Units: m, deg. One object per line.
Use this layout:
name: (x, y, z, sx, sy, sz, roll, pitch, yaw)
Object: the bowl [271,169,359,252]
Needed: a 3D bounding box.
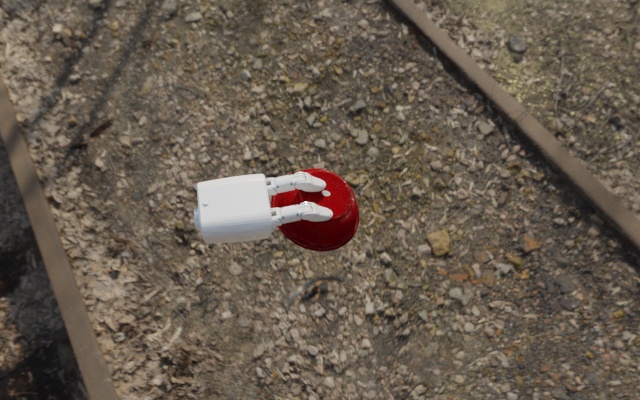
bowl: (0.001, 0.002, 0.811, 0.162, 0.162, 0.055, 0, -29, -21)
